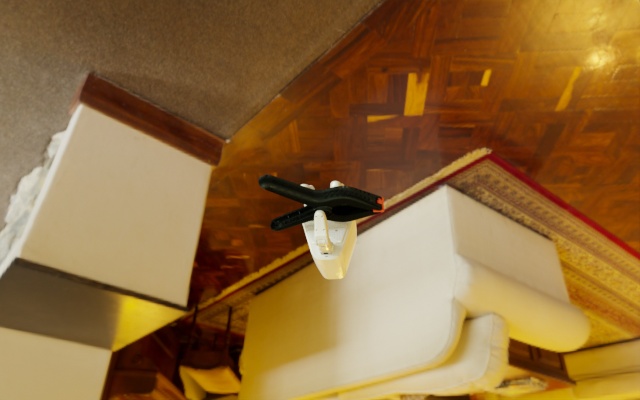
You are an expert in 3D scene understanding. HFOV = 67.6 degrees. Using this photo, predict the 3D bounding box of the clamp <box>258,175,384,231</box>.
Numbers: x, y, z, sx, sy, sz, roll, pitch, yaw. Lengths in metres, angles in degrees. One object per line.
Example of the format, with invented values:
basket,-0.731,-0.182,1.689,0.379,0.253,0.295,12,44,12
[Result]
clamp,0.001,0.003,0.802,0.210,0.036,0.165,-3,-30,8
